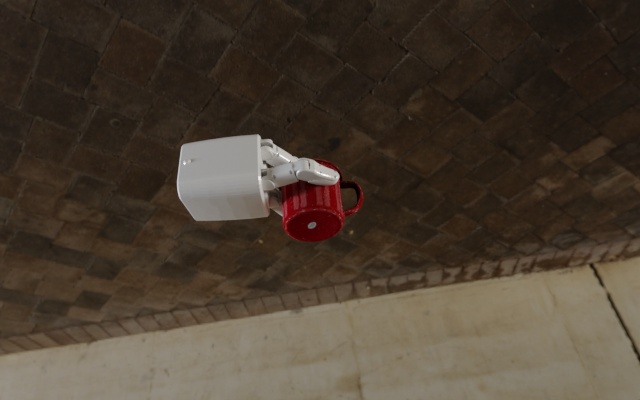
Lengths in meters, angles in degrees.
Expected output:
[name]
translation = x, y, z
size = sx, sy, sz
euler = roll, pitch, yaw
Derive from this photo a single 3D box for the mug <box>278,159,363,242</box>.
[mug]
translation = 0.002, 0.002, 0.654
size = 0.117, 0.081, 0.093
euler = -6, -37, 0
